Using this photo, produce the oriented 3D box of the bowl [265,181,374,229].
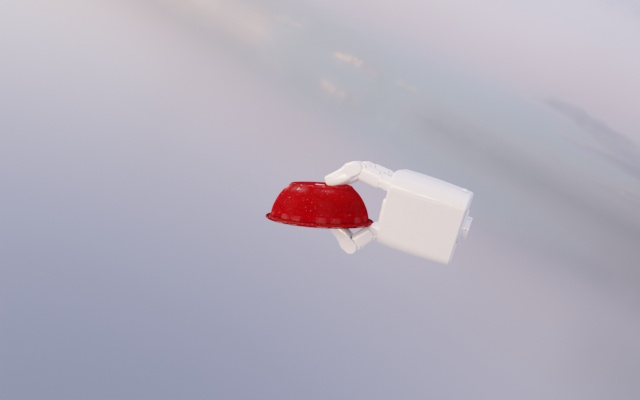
[{"bbox_3d":[-0.001,0.002,0.712,0.162,0.055,0.162,3,6,0],"label":"bowl"}]
